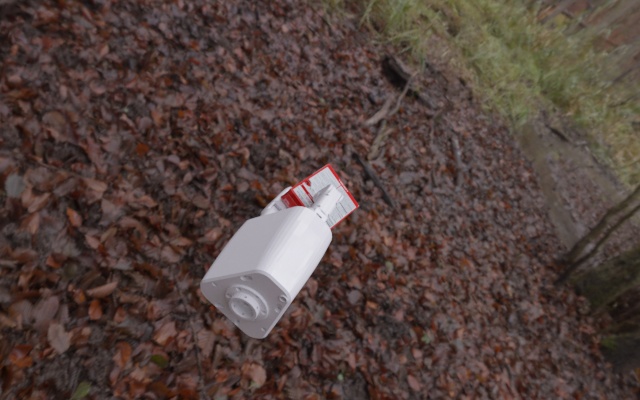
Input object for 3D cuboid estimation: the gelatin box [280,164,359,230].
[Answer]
[{"bbox_3d":[0.001,0.002,0.637,0.089,0.073,0.030,-36,0,-44],"label":"gelatin box"}]
